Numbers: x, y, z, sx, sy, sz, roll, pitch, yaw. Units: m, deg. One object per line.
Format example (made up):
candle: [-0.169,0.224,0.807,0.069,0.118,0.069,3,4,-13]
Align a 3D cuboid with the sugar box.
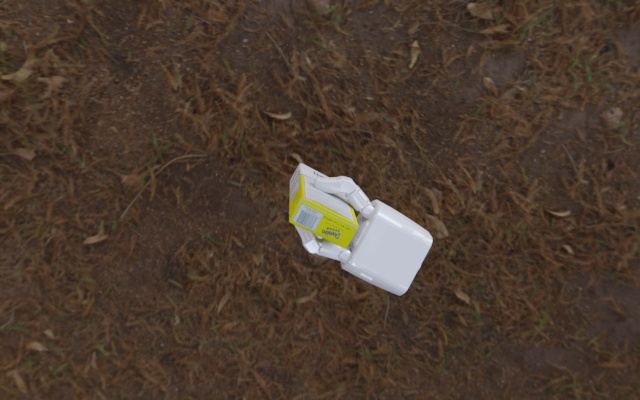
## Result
sugar box: [0.000,0.003,0.733,0.093,0.048,0.176,27,14,-12]
